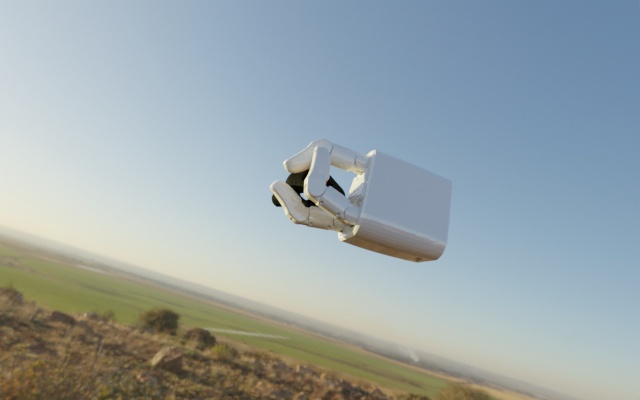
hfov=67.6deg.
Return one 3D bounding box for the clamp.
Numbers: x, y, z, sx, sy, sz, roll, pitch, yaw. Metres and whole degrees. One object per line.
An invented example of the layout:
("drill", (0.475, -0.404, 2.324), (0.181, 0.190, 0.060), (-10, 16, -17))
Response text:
("clamp", (0.000, 0.001, 0.626), (0.120, 0.039, 0.171), (19, -13, -8))
